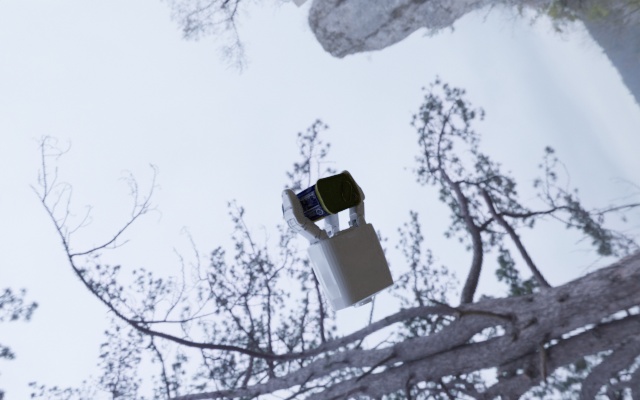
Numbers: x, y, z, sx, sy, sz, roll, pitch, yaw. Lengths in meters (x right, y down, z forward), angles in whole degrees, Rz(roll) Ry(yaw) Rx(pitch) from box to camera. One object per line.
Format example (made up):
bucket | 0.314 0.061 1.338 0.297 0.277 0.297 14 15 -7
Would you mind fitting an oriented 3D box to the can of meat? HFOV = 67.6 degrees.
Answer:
can of meat | 0.000 0.003 0.749 0.084 0.057 0.102 -27 -5 36
